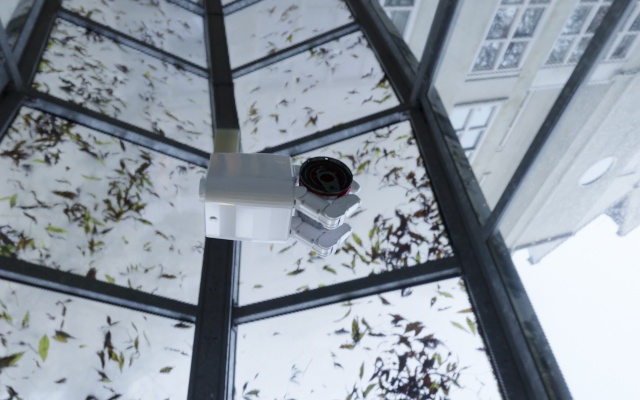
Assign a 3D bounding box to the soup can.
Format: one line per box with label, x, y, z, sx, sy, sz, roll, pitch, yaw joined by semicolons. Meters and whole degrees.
soup can;0.001;0.002;0.630;0.068;0.068;0.102;0;-44;-12
